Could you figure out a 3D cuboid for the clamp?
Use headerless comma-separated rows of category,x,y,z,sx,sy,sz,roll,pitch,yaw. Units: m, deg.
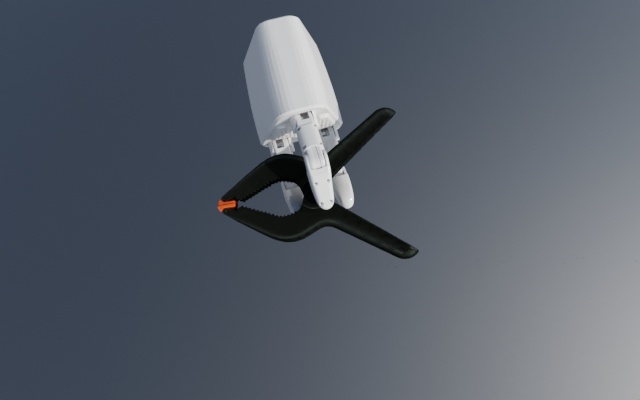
clamp,0.000,0.001,0.508,0.210,0.164,0.036,-15,-7,-3
